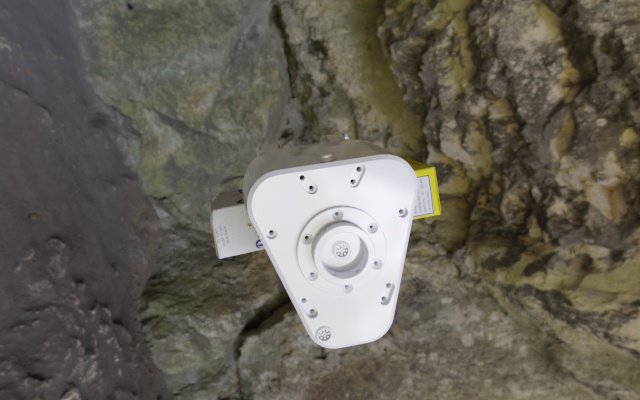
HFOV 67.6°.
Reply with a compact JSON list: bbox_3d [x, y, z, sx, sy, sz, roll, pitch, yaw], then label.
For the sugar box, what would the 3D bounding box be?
[{"bbox_3d":[0.000,0.001,0.404,0.176,0.048,0.093,-9,10,-6],"label":"sugar box"}]
